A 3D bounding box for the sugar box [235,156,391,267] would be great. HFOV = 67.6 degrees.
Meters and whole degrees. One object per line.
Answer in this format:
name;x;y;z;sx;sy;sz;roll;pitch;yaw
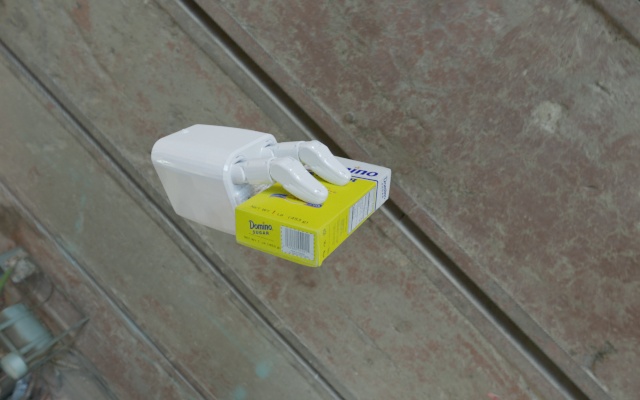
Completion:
sugar box;0.000;0.001;0.505;0.093;0.048;0.176;15;31;24
